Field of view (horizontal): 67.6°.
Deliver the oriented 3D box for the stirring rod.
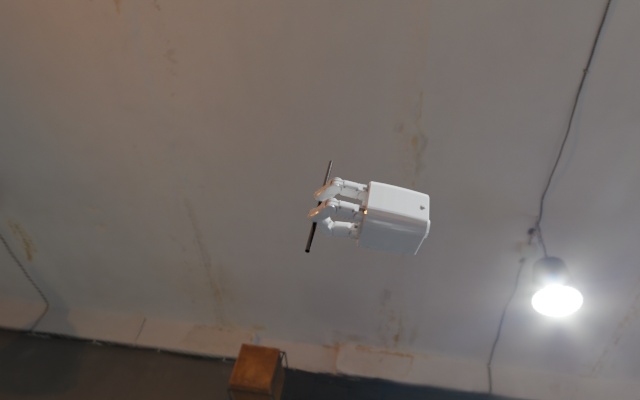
[{"bbox_3d":[0.000,0.003,0.855,0.011,0.011,0.239,0,41,14],"label":"stirring rod"}]
